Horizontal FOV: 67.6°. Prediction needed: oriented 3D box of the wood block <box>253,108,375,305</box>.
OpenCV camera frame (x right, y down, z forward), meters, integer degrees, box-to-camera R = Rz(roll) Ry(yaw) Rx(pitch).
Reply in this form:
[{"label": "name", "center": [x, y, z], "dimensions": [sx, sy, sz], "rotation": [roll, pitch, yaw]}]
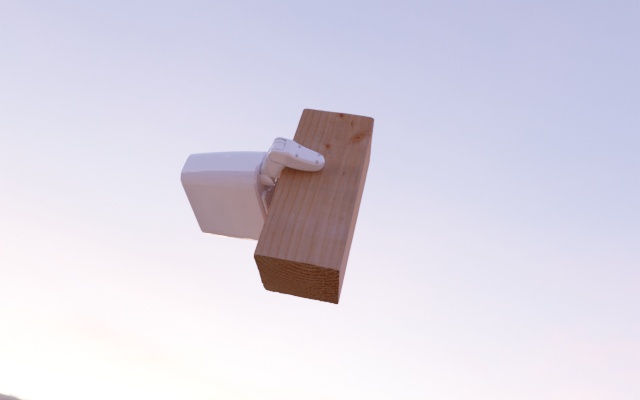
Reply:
[{"label": "wood block", "center": [0.000, 0.001, 0.555], "dimensions": [0.090, 0.206, 0.091], "rotation": [10, -33, 9]}]
